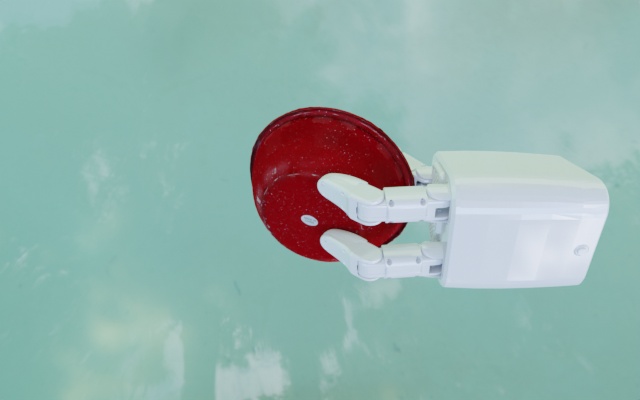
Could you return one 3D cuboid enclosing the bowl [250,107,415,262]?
[{"bbox_3d":[-0.001,0.002,0.428,0.162,0.162,0.055,0,33,22],"label":"bowl"}]
